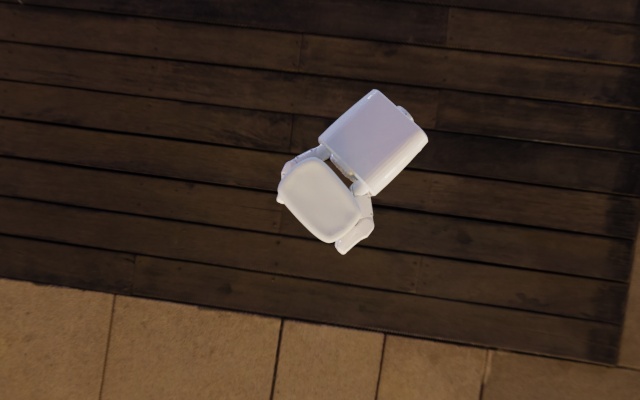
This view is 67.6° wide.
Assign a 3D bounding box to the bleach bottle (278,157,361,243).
[{"bbox_3d":[0.000,0.002,0.670,0.068,0.102,0.251,-41,0,-1],"label":"bleach bottle"}]
